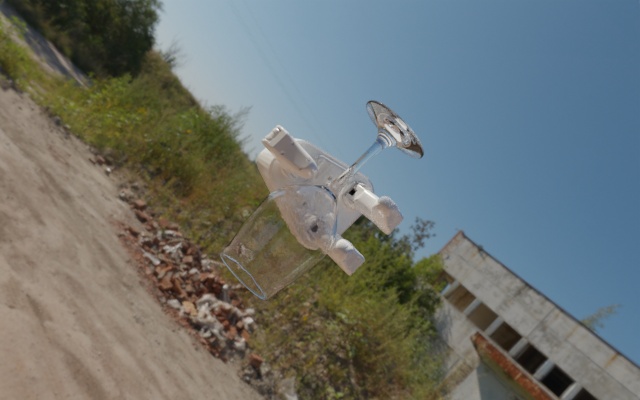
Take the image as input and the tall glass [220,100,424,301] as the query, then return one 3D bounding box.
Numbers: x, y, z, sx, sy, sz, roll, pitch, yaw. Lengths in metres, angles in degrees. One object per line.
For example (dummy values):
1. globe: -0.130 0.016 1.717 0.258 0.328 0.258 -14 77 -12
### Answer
1. tall glass: 0.001 0.001 0.448 0.201 0.079 0.079 -44 5 -5
